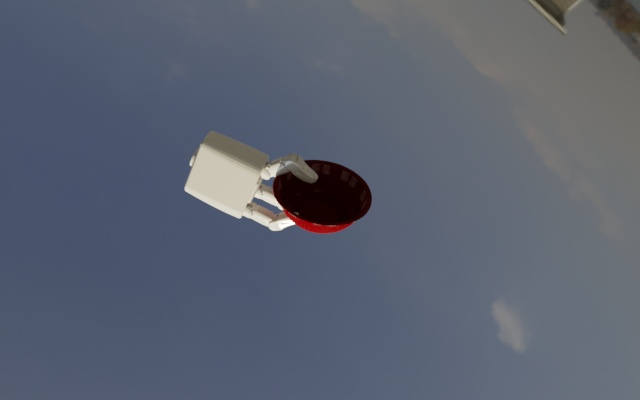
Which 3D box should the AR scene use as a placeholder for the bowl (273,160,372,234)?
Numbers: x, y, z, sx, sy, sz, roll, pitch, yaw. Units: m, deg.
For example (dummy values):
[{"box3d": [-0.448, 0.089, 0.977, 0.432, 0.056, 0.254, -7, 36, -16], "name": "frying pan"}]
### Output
[{"box3d": [0.001, 0.003, 0.782, 0.162, 0.055, 0.162, 6, 41, -5], "name": "bowl"}]
